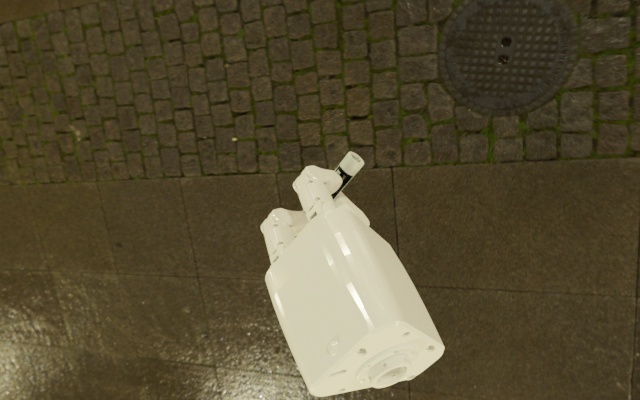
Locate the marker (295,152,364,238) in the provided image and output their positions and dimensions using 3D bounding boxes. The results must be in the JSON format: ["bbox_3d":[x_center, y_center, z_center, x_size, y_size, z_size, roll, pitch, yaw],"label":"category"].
[{"bbox_3d":[0.000,0.002,0.481,0.020,0.020,0.121,0,-45,-54],"label":"marker"}]
